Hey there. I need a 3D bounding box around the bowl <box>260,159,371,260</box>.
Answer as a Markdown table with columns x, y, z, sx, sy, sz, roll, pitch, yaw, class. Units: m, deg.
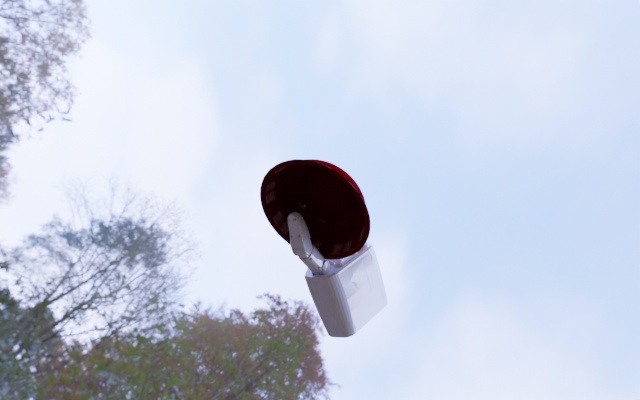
| x | y | z | sx | sy | sz | roll | pitch | yaw | class |
| --- | --- | --- | --- | --- | --- | --- | --- | --- | --- |
| 0.000 | 0.001 | 0.652 | 0.162 | 0.162 | 0.055 | 0 | 34 | 30 | bowl |
